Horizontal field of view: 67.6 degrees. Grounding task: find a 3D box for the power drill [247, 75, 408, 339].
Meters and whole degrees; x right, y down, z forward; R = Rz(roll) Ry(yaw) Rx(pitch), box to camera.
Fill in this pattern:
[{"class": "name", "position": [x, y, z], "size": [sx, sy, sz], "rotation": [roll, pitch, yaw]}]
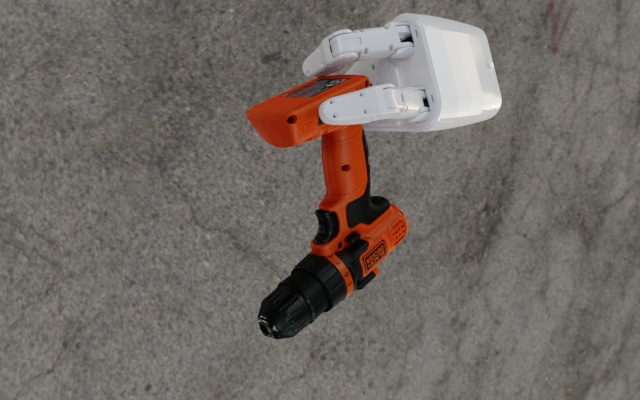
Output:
[{"class": "power drill", "position": [0.000, 0.001, 0.405], "size": [0.057, 0.188, 0.184], "rotation": [13, 37, 40]}]
